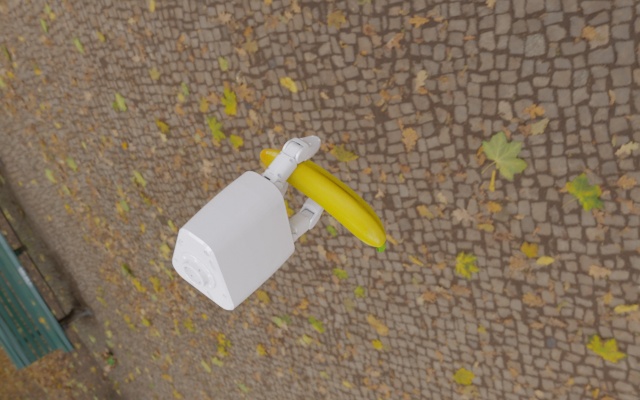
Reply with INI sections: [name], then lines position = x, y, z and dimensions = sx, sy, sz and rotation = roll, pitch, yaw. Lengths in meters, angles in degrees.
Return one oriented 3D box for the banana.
[banana]
position = 0.009, -0.002, 0.568
dimensions = 0.198, 0.037, 0.070
rotation = 40, -28, -4
